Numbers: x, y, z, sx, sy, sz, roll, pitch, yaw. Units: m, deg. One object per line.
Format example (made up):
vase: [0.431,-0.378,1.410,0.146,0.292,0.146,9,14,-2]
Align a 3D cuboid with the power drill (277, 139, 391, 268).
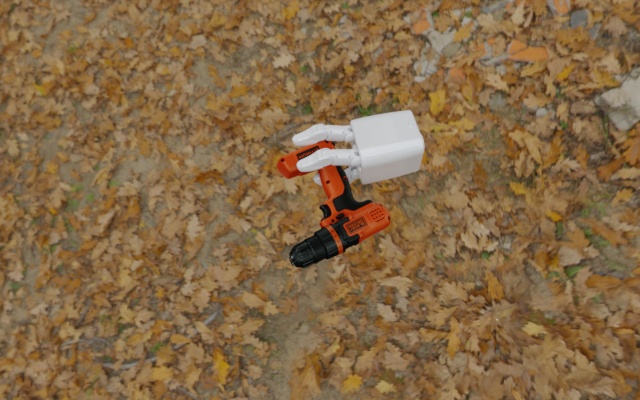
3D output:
power drill: [0.000,0.002,0.801,0.184,0.187,0.057,-25,-13,-18]
